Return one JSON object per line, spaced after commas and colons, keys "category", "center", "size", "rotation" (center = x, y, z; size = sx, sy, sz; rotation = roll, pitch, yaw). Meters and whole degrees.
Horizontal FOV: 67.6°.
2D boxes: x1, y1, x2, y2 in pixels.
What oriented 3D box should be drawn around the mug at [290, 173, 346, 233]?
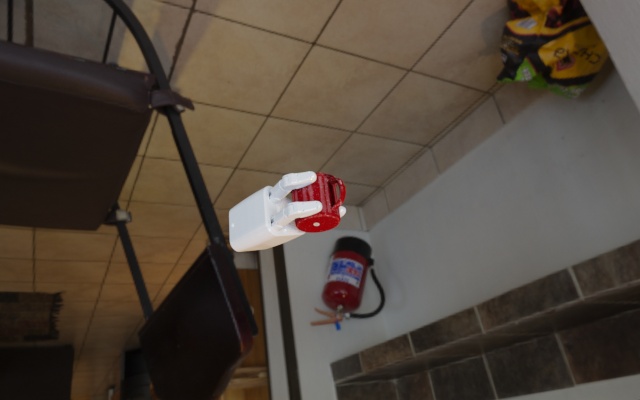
{"category": "mug", "center": [0.001, 0.002, 0.854], "size": [0.117, 0.081, 0.093], "rotation": [-27, -31, 35]}
